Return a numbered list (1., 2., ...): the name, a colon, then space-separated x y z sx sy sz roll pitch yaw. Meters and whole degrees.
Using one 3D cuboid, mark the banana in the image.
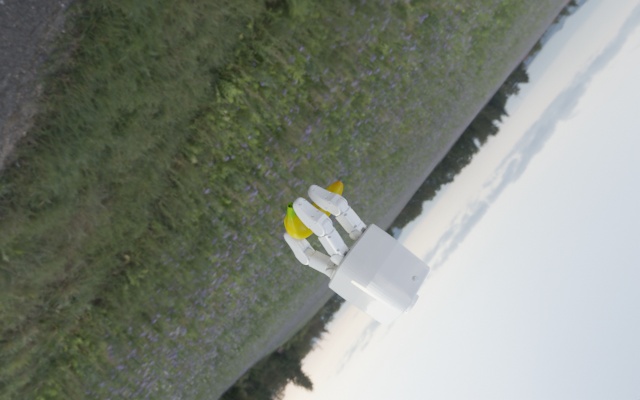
1. banana: -0.010 0.018 0.740 0.037 0.070 0.197 34 22 11
